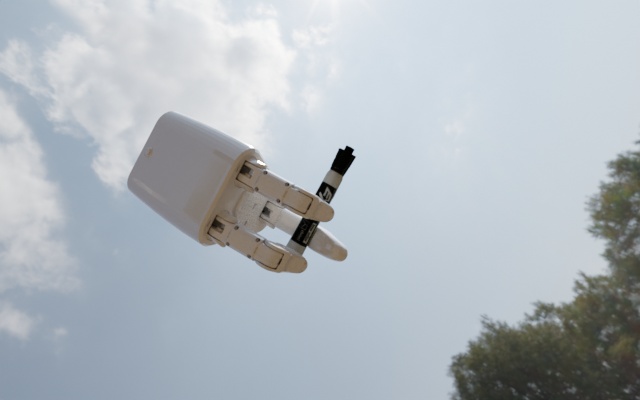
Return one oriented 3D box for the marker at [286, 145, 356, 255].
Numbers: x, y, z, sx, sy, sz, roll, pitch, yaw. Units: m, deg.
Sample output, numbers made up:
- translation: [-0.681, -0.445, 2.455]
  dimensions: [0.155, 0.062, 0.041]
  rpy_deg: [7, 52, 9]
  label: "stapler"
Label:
- translation: [0.000, 0.002, 0.463]
  dimensions: [0.020, 0.121, 0.020]
  rpy_deg: [29, 1, 0]
  label: "marker"
